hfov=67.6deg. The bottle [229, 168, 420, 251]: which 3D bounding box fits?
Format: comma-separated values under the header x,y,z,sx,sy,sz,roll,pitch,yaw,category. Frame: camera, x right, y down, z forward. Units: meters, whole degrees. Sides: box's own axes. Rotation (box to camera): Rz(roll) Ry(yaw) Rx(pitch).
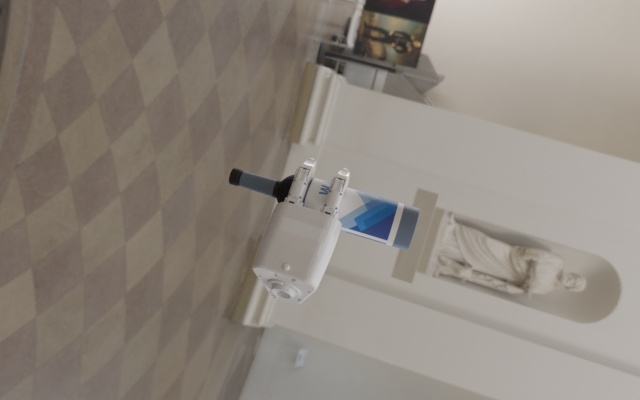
x,y,z,sx,sy,sz,roll,pitch,yaw,category
0.000,0.002,0.737,0.295,0.069,0.069,17,2,7,bottle
